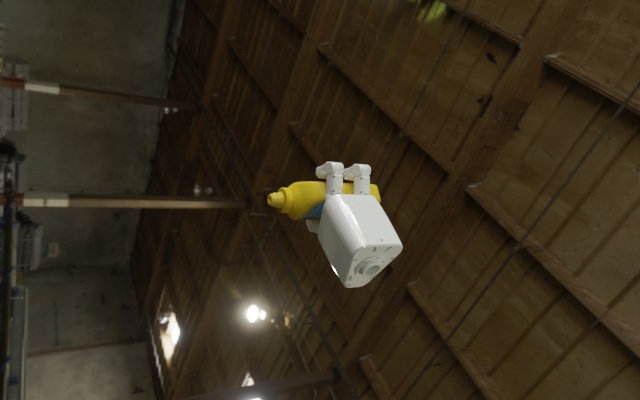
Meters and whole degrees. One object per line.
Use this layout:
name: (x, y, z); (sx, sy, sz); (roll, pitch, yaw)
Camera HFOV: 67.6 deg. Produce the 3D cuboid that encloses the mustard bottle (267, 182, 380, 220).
mustard bottle: (0.000, 0.002, 0.807); (0.191, 0.058, 0.096); (2, -22, -32)
